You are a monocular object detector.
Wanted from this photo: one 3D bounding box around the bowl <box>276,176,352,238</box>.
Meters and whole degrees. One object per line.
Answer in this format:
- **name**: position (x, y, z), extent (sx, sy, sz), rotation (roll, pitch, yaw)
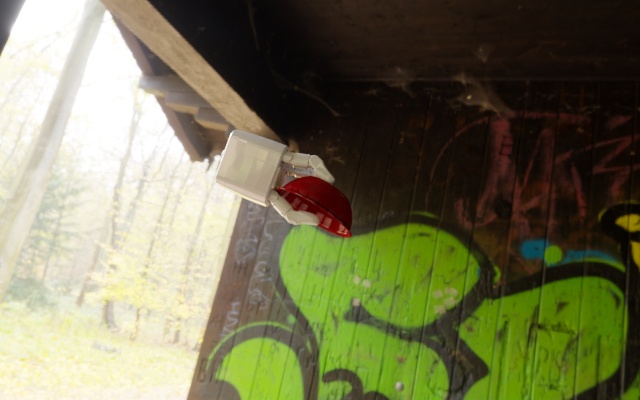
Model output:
- **bowl**: position (0.001, 0.003, 0.870), extent (0.162, 0.055, 0.162), rotation (31, -13, 8)
